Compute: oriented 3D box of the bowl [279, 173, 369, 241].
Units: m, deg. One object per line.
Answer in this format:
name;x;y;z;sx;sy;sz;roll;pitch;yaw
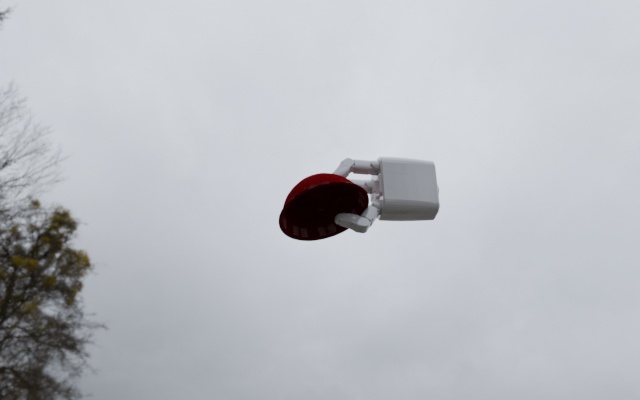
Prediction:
bowl;-0.001;0.002;0.831;0.162;0.055;0.162;-13;-36;-10
